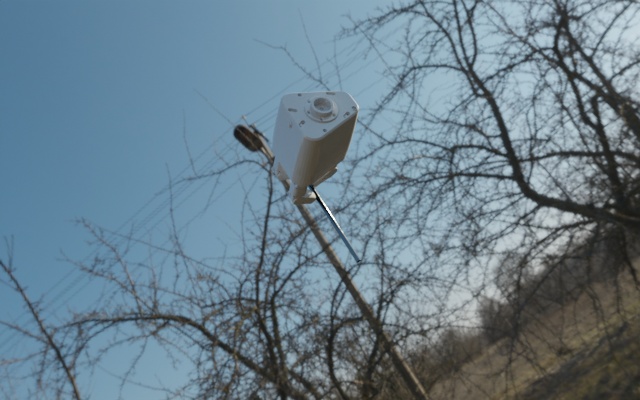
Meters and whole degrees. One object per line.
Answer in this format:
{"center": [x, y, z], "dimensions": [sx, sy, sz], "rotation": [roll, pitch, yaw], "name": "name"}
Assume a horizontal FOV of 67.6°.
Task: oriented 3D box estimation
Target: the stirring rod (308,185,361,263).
{"center": [0.000, 0.003, 0.795], "dimensions": [0.011, 0.239, 0.011], "rotation": [-27, -24, -13], "name": "stirring rod"}
